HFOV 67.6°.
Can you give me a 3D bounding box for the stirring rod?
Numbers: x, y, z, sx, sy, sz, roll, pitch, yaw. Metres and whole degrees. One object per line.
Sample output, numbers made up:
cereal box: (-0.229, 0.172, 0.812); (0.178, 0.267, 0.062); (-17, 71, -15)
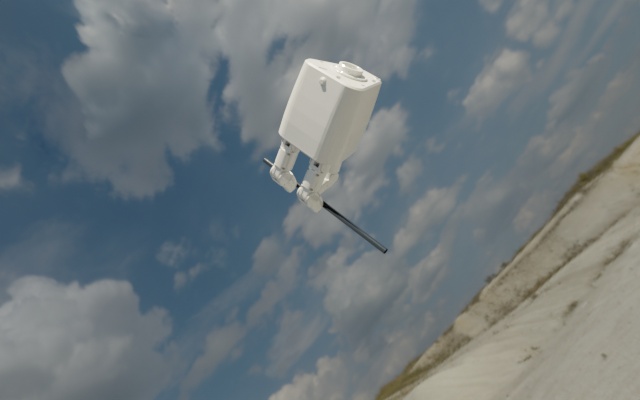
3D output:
stirring rod: (0.000, 0.002, 0.682); (0.239, 0.011, 0.011); (37, 19, 27)
